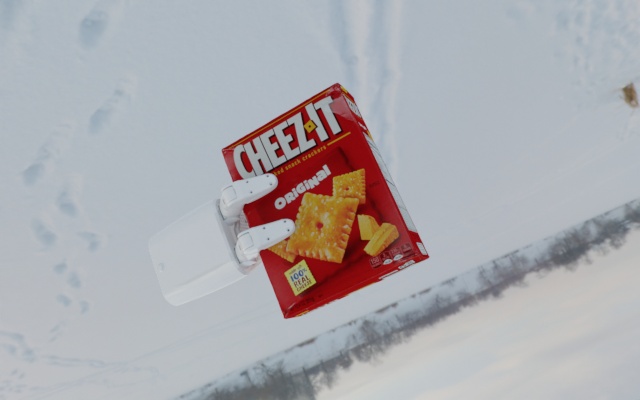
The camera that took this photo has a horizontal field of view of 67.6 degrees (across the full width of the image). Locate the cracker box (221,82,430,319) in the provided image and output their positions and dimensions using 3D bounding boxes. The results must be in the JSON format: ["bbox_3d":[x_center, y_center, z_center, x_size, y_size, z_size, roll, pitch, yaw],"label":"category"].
[{"bbox_3d":[0.000,0.002,0.540,0.164,0.213,0.072,-27,-15,14],"label":"cracker box"}]
